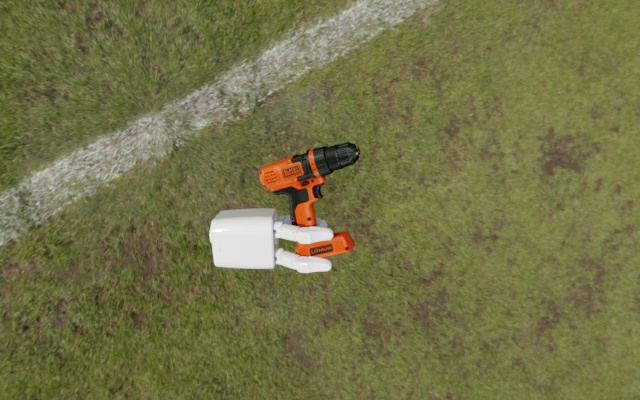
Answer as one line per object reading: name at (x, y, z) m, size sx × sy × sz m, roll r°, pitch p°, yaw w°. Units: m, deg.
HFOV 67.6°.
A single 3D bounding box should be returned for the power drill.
power drill at (0.000, 0.003, 0.838) m, size 0.184 × 0.187 × 0.057 m, roll -15°, pitch 5°, yaw 19°
